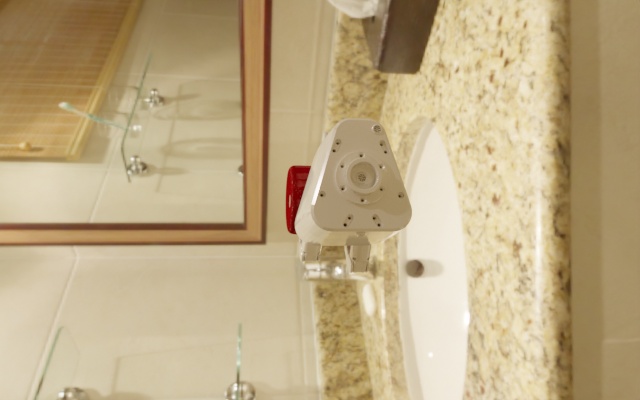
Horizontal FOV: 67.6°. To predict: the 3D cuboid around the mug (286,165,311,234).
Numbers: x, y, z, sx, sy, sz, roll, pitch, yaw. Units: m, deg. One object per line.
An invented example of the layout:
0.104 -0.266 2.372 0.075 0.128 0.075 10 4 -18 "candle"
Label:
0.000 0.002 0.581 0.081 0.093 0.117 1 -11 -9 "mug"
